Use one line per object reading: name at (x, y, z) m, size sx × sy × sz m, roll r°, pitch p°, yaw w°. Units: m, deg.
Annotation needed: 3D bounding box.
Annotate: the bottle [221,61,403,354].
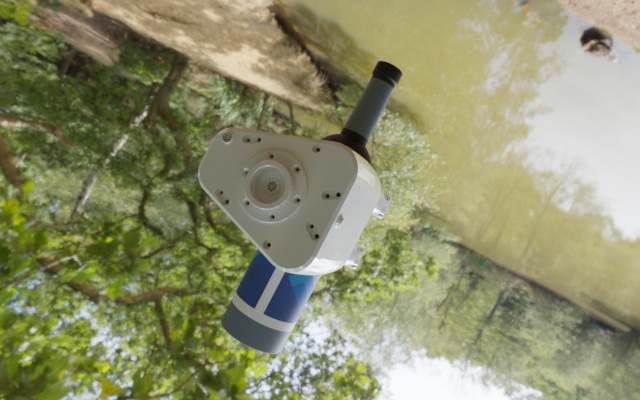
bottle at (0.000, 0.002, 0.466) m, size 0.069 × 0.295 × 0.069 m, roll 27°, pitch 1°, yaw 0°
